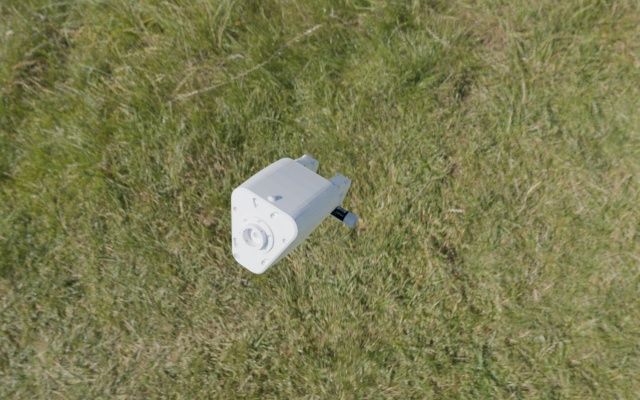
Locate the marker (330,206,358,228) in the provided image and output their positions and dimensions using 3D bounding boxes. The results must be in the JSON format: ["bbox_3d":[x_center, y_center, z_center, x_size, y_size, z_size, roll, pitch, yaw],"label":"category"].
[{"bbox_3d":[0.000,0.002,0.707,0.121,0.020,0.020,31,8,14],"label":"marker"}]
